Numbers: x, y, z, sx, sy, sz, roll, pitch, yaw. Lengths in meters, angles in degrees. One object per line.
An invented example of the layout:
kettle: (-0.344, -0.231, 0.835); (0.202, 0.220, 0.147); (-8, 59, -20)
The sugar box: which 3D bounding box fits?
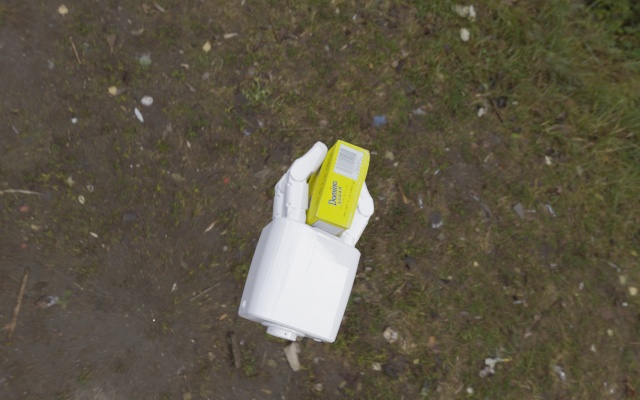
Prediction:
sugar box: (0.000, 0.002, 0.579); (0.048, 0.093, 0.176); (22, -19, -13)
